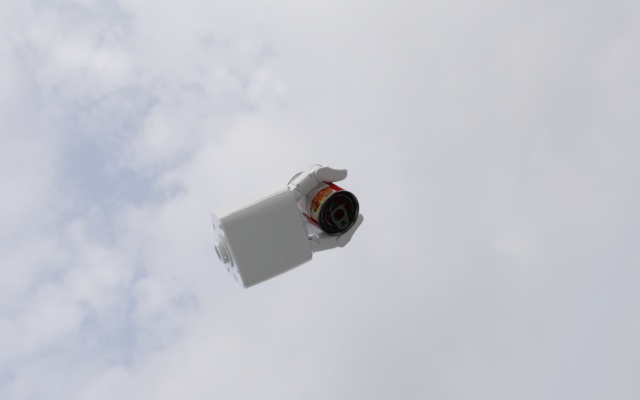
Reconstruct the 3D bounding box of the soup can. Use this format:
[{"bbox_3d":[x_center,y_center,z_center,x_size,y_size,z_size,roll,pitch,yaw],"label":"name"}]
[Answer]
[{"bbox_3d":[0.000,0.002,0.697,0.068,0.068,0.102,0,19,-33],"label":"soup can"}]
